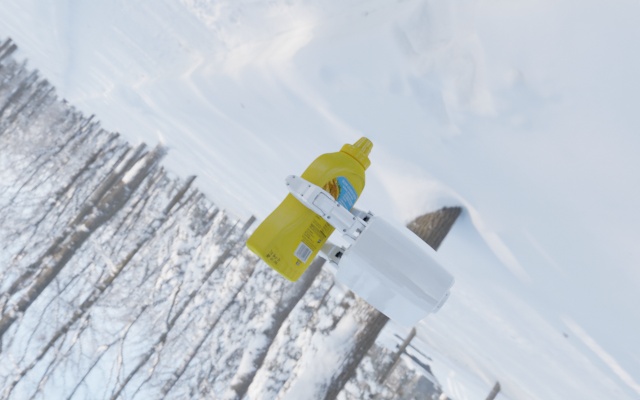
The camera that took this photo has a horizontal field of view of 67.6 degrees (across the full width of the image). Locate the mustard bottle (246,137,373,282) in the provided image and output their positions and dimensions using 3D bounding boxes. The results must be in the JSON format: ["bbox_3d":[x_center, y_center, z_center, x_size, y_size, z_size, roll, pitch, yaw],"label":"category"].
[{"bbox_3d":[0.000,0.002,0.568,0.058,0.191,0.096,33,-10,34],"label":"mustard bottle"}]
